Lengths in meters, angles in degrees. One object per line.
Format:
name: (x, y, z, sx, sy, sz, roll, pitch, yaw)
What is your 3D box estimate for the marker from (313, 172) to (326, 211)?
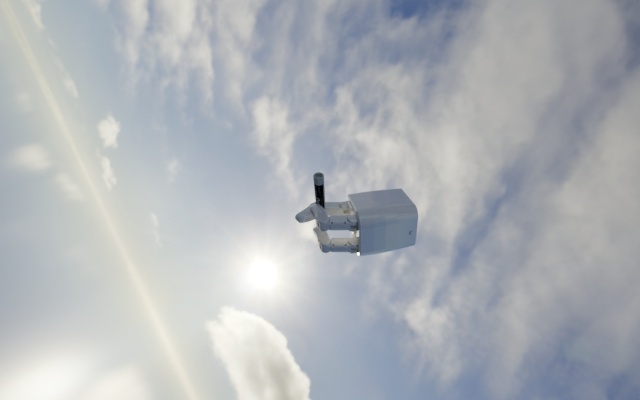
marker: (0.000, 0.003, 0.856, 0.020, 0.121, 0.020, -2, 40, 2)
